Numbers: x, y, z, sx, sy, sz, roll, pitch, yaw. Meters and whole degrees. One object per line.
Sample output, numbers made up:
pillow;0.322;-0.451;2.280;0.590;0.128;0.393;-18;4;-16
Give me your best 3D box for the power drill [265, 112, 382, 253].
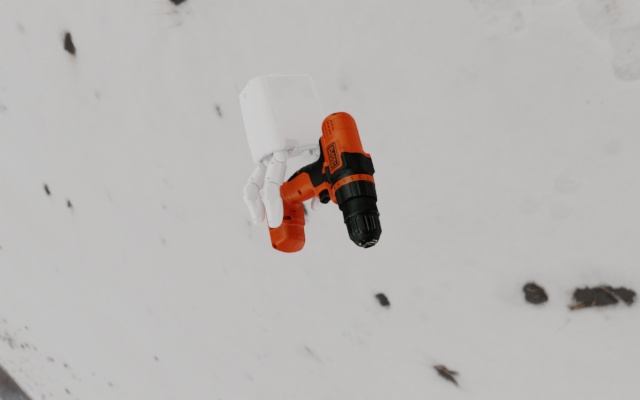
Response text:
power drill;0.000;0.002;0.637;0.057;0.184;0.188;11;-34;-37
